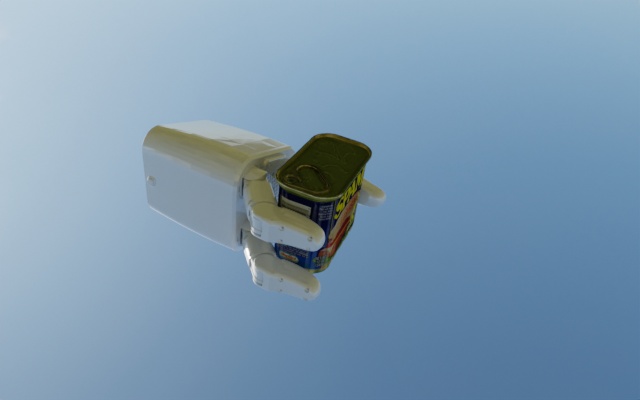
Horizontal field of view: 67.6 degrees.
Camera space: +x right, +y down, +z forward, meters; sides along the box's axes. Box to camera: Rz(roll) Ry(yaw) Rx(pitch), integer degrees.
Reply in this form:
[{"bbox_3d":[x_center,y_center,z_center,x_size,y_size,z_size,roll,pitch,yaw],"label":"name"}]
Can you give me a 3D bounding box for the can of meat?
[{"bbox_3d":[0.000,0.002,0.421,0.057,0.084,0.102,20,37,15],"label":"can of meat"}]
